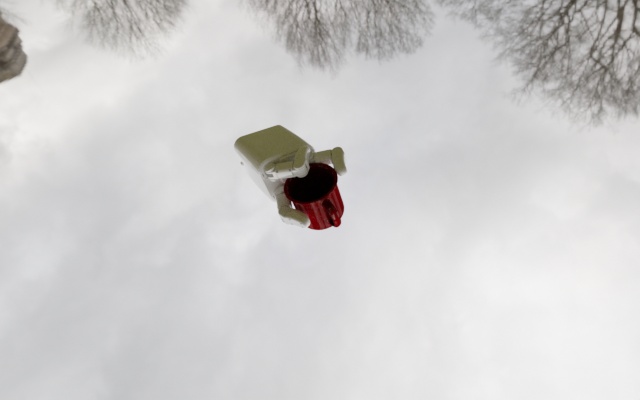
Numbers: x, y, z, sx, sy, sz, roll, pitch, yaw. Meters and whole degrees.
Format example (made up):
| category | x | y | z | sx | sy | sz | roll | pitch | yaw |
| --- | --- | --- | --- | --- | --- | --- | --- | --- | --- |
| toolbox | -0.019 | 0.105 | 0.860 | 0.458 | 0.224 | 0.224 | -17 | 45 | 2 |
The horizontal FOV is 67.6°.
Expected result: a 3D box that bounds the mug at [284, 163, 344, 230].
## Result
| category | x | y | z | sx | sy | sz | roll | pitch | yaw |
| --- | --- | --- | --- | --- | --- | --- | --- | --- | --- |
| mug | 0.001 | 0.003 | 0.804 | 0.093 | 0.082 | 0.117 | -35 | 47 | -13 |
